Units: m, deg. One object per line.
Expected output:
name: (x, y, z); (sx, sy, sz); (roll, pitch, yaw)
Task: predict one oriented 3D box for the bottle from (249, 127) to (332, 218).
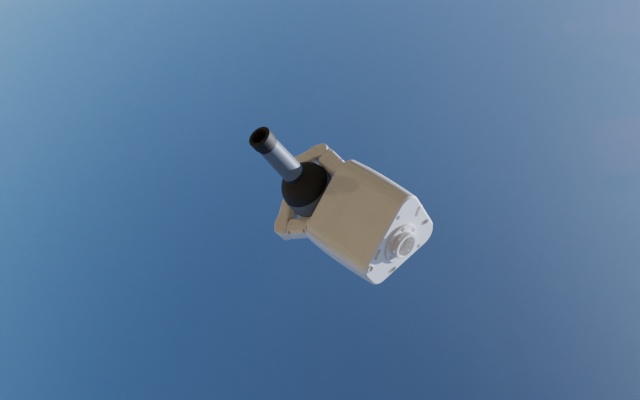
bottle: (0.000, 0.002, 0.636); (0.069, 0.069, 0.296); (0, -30, 32)
